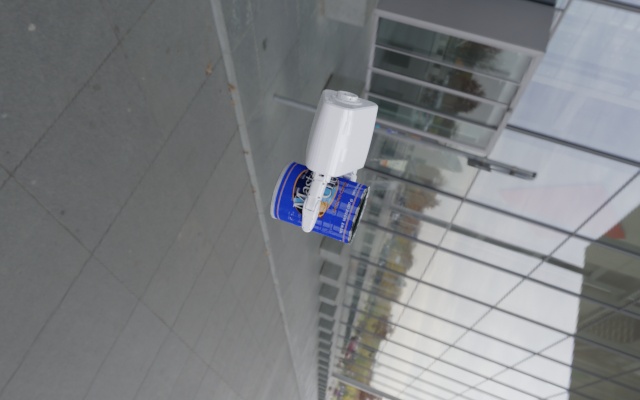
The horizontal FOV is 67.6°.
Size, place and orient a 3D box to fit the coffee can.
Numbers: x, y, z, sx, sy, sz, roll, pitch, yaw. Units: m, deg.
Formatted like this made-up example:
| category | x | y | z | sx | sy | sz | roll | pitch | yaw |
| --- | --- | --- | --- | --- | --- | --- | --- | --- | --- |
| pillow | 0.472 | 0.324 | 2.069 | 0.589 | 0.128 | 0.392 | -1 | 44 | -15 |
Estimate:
| category | x | y | z | sx | sy | sz | roll | pitch | yaw |
| --- | --- | --- | --- | --- | --- | --- | --- | --- | --- |
| coffee can | 0.000 | 0.003 | 0.800 | 0.140 | 0.103 | 0.103 | 19 | 3 | 10 |
